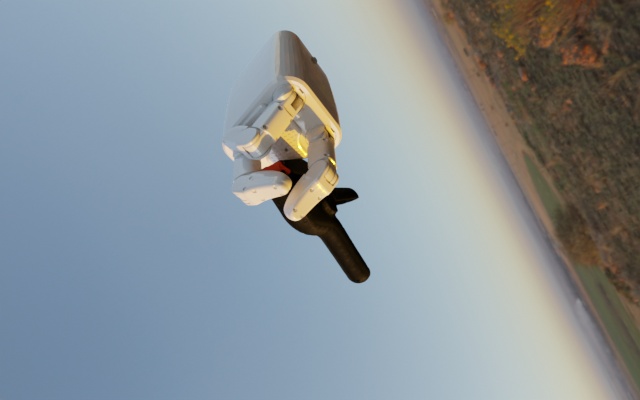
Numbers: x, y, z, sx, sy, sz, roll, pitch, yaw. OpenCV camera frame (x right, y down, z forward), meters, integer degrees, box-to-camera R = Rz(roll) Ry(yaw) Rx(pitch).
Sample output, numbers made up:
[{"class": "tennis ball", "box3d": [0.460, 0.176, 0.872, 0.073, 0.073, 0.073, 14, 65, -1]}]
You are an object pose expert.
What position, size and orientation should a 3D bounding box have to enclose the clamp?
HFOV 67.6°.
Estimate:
[{"class": "clamp", "box3d": [-0.001, 0.002, 0.504, 0.039, 0.120, 0.171, -27, -49, 19]}]
